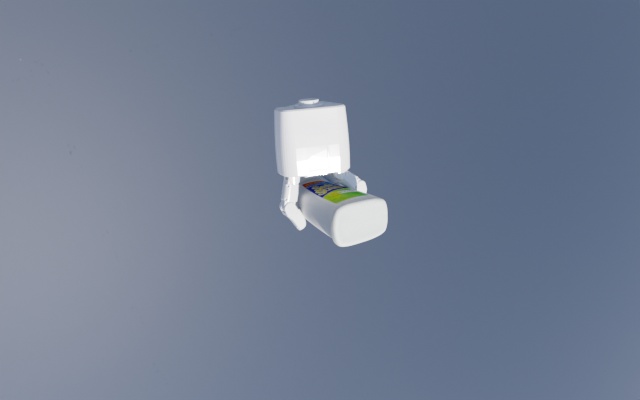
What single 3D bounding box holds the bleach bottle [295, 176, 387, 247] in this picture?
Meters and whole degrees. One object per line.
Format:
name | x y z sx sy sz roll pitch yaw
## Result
bleach bottle | 0.000 0.003 0.812 0.102 0.068 0.250 -13 20 -29
